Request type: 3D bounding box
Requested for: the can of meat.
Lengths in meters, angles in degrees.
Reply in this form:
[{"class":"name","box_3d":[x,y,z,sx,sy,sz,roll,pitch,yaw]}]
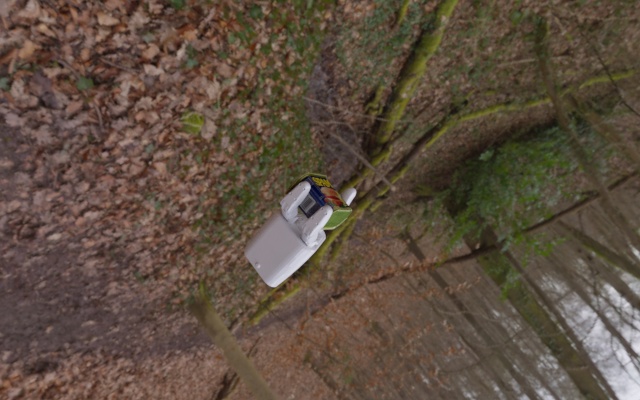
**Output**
[{"class":"can of meat","box_3d":[0.000,0.003,0.818,0.057,0.084,0.102,-44,-18,16]}]
